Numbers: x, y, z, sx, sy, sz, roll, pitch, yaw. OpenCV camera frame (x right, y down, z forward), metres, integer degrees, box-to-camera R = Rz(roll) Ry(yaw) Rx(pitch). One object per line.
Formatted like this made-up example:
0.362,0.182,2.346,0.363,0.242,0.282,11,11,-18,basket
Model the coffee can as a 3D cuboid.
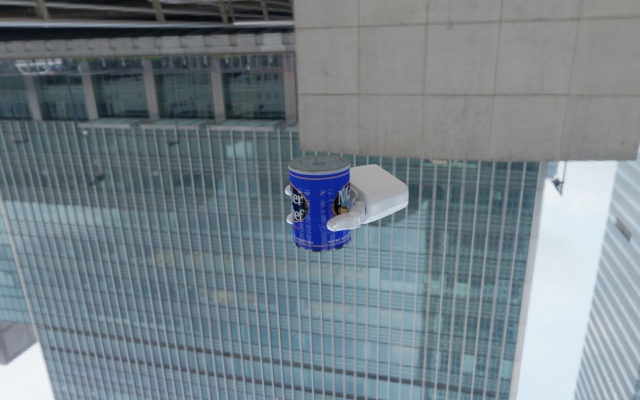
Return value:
0.000,0.003,0.809,0.103,0.140,0.102,-2,20,1,coffee can
